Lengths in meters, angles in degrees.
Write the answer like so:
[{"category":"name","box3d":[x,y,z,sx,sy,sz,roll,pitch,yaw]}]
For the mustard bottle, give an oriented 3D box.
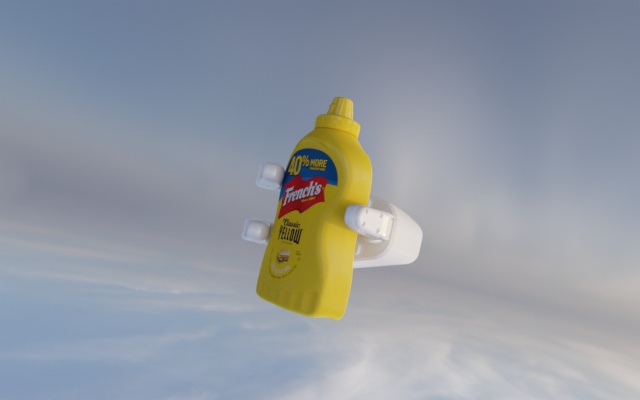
[{"category":"mustard bottle","box3d":[0.000,0.002,0.425,0.058,0.191,0.096,17,-7,-36]}]
